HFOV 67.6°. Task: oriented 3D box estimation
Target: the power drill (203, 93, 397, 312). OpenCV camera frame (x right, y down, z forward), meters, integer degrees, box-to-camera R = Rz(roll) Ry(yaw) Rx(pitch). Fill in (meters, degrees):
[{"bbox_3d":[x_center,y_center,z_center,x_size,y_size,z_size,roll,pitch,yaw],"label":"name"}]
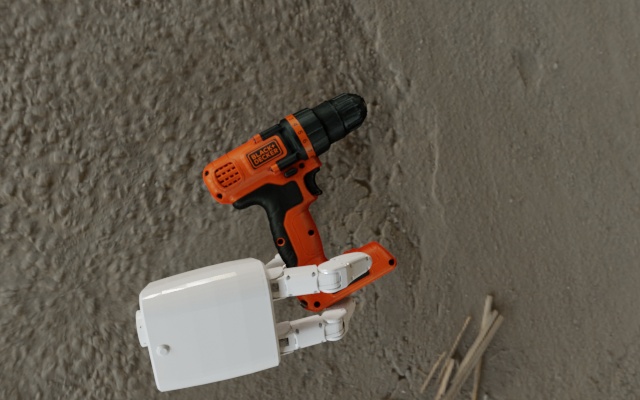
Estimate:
[{"bbox_3d":[0.000,0.002,0.489,0.184,0.187,0.057,-30,-4,-4],"label":"power drill"}]
